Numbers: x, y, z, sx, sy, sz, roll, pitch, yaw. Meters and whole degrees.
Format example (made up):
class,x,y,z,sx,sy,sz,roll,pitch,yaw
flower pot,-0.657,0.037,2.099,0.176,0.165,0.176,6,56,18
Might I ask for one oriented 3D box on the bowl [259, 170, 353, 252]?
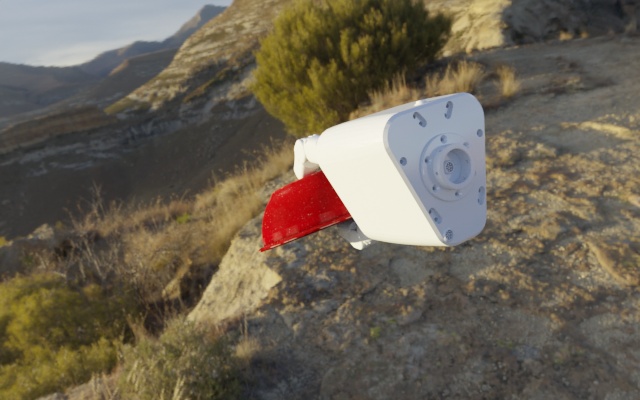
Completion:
class,x,y,z,sx,sy,sz,roll,pitch,yaw
bowl,-0.001,0.002,0.516,0.162,0.055,0.162,-22,-2,-1
